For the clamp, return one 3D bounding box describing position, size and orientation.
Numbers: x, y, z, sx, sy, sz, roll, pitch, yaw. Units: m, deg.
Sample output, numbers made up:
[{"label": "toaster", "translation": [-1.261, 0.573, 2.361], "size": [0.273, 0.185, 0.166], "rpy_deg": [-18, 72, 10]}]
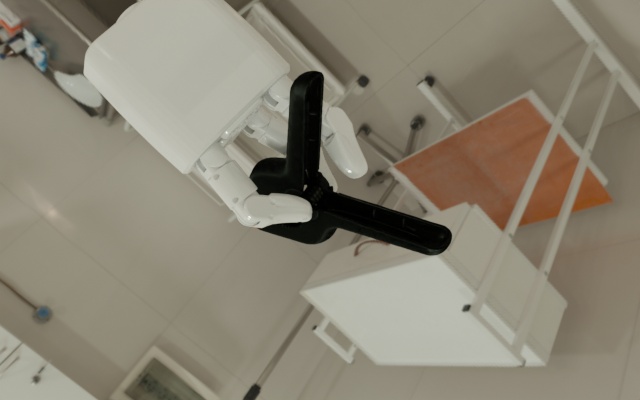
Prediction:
[{"label": "clamp", "translation": [-0.001, 0.002, 0.409], "size": [0.036, 0.164, 0.210], "rpy_deg": [-49, 9, -32]}]
